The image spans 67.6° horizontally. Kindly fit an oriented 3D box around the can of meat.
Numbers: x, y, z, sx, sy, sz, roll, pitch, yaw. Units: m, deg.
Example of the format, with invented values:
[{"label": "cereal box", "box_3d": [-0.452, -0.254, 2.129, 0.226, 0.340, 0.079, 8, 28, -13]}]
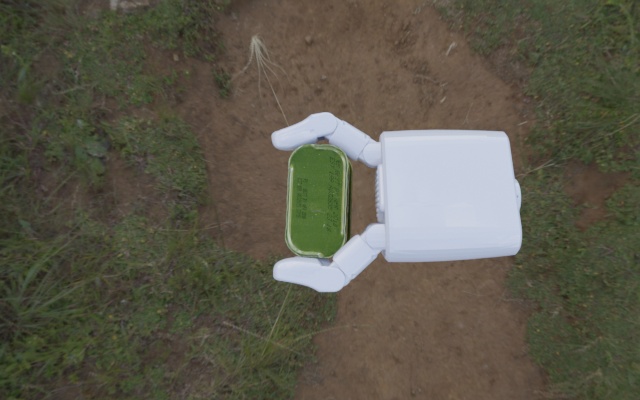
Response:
[{"label": "can of meat", "box_3d": [0.000, 0.001, 0.438, 0.057, 0.102, 0.084, 2, -1, 4]}]
